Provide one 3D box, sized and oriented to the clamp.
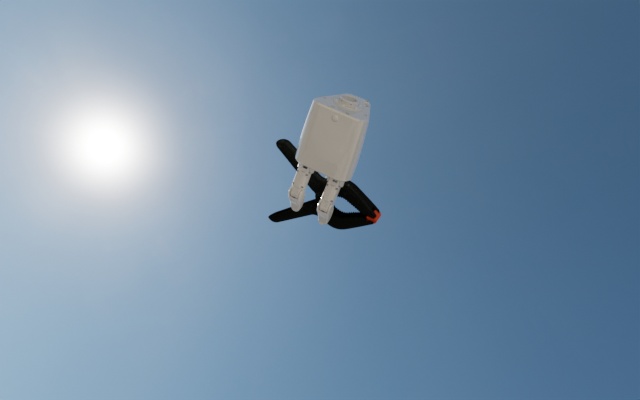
[{"bbox_3d":[0.001,0.002,0.830,0.210,0.165,0.036,26,34,13],"label":"clamp"}]
